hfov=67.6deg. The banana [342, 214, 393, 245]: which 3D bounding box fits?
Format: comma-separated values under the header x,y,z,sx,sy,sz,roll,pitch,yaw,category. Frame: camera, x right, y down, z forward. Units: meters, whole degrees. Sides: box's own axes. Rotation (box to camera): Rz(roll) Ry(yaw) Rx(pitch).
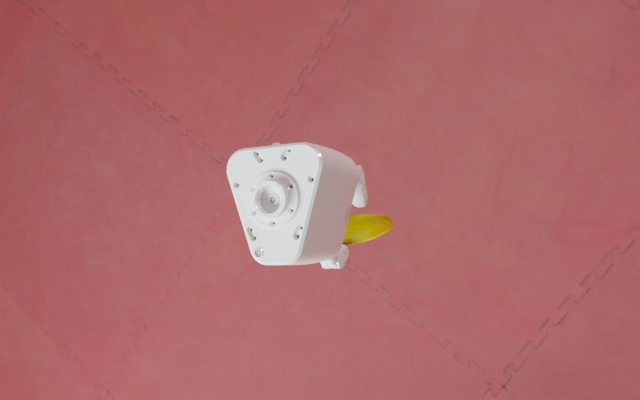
x,y,z,sx,sy,sz,roll,pitch,yaw,category
-0.010,0.018,0.600,0.198,0.069,0.037,23,2,20,banana
